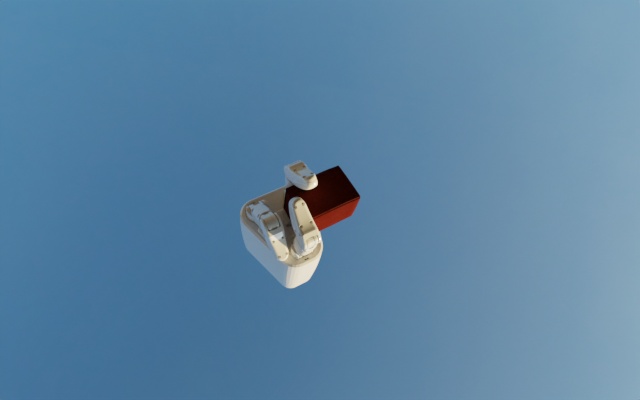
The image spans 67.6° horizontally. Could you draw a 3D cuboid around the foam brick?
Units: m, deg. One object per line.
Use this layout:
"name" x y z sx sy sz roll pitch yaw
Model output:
"foam brick" 0.000 0.002 0.593 0.078 0.053 0.051 -24 -22 -18
